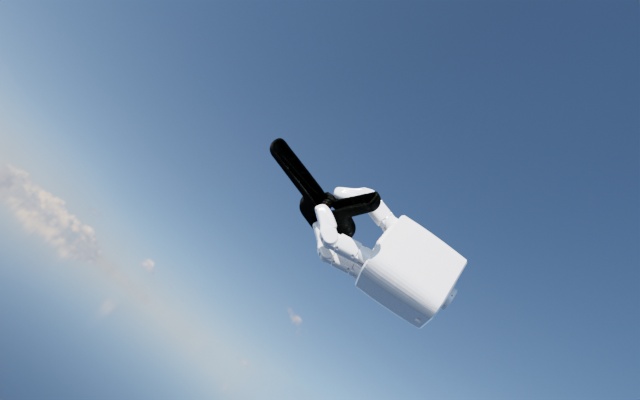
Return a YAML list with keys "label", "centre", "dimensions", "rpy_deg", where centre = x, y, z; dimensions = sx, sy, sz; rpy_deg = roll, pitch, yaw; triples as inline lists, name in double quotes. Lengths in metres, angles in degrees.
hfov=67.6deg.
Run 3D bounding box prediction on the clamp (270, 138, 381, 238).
- label: "clamp"
  centre: [0.001, 0.002, 0.678]
  dimensions: [0.164, 0.036, 0.210]
  rpy_deg: [34, -22, 13]
